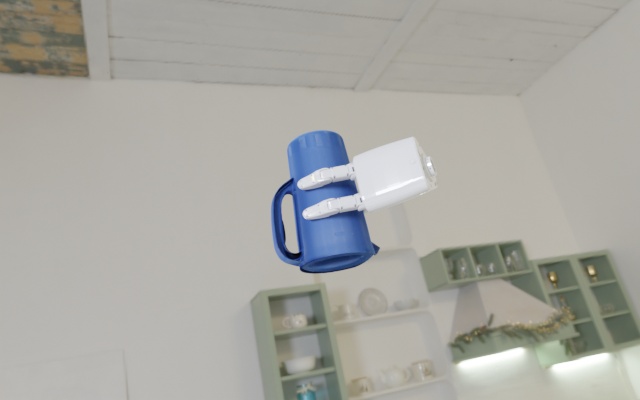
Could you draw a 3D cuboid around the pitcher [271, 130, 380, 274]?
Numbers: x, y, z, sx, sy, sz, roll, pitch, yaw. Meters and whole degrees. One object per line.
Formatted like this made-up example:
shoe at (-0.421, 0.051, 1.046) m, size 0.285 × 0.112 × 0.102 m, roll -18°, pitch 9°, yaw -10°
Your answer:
pitcher at (0.000, 0.003, 0.850) m, size 0.145 × 0.242 × 0.149 m, roll -20°, pitch -21°, yaw 22°
